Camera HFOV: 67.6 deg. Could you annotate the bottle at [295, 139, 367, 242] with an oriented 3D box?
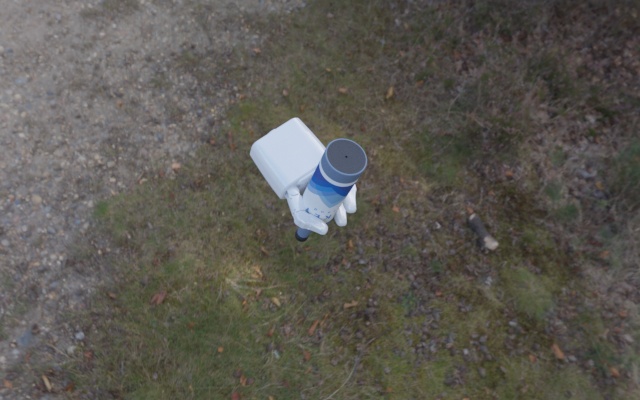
[{"bbox_3d":[0.000,0.003,0.840,0.069,0.069,0.296,0,-28,-17],"label":"bottle"}]
